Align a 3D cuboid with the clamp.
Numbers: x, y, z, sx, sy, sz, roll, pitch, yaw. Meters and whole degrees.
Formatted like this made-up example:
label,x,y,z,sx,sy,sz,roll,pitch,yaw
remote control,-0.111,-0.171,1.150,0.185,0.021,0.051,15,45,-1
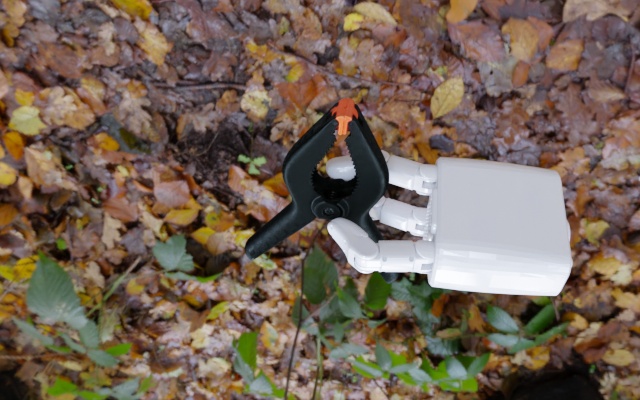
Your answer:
label,x,y,z,sx,sy,sz,roll,pitch,yaw
clamp,0.000,0.002,0.446,0.164,0.210,0.036,4,44,5
